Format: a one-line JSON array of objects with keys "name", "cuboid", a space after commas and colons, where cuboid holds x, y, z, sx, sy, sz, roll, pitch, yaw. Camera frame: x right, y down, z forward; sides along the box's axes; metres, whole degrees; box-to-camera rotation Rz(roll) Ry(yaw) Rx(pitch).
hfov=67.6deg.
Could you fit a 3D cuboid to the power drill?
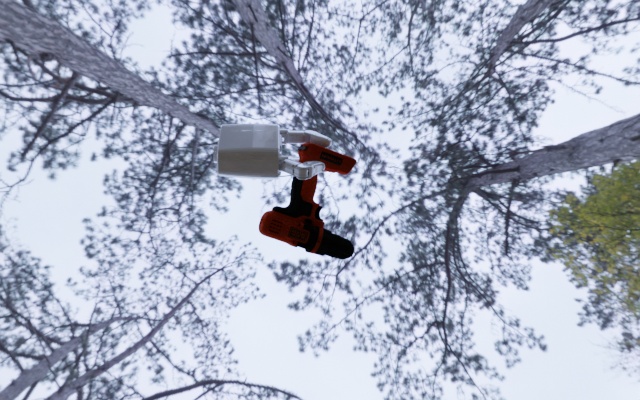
[{"name": "power drill", "cuboid": [0.000, 0.002, 0.863, 0.184, 0.187, 0.057, 20, -3, -18]}]
